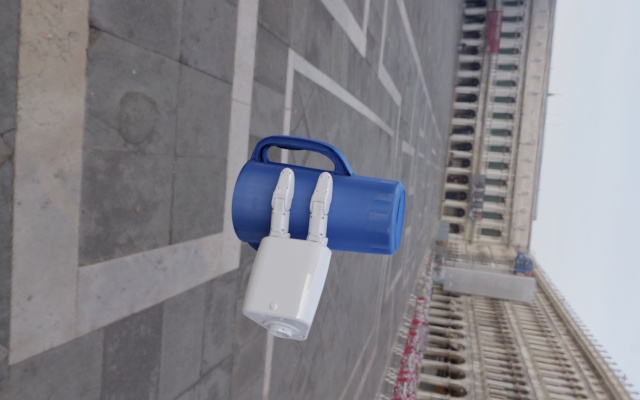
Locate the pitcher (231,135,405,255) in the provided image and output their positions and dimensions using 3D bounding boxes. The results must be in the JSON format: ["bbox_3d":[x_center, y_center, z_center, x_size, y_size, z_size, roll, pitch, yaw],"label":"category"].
[{"bbox_3d":[0.000,0.003,0.715,0.243,0.145,0.149,7,-32,15],"label":"pitcher"}]
